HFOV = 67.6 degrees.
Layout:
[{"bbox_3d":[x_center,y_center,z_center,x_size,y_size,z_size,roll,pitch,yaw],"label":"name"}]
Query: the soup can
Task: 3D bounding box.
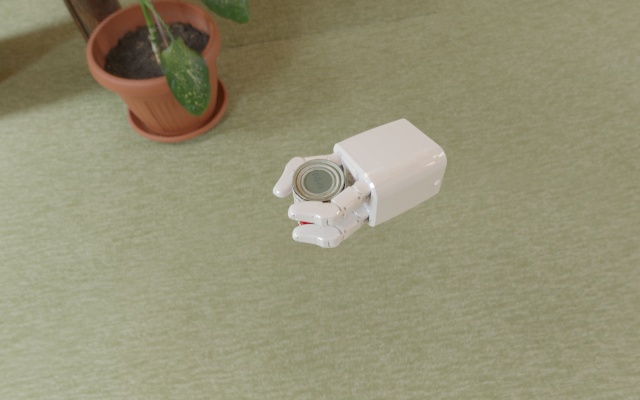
[{"bbox_3d":[0.000,0.002,0.622,0.068,0.068,0.102,0,-33,3],"label":"soup can"}]
